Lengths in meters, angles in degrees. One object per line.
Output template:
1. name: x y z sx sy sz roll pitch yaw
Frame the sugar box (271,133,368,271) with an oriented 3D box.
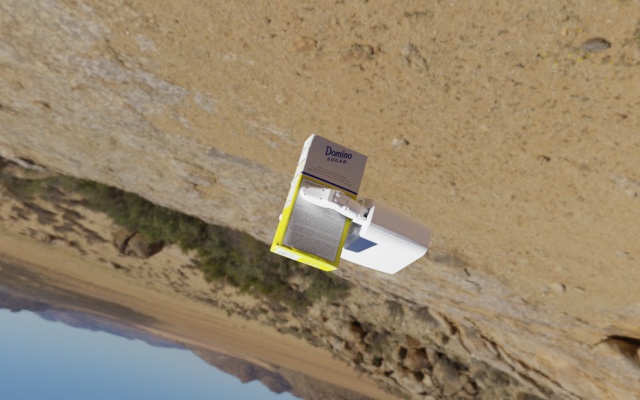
1. sugar box: 0.000 0.003 0.687 0.093 0.176 0.048 22 -21 -14
